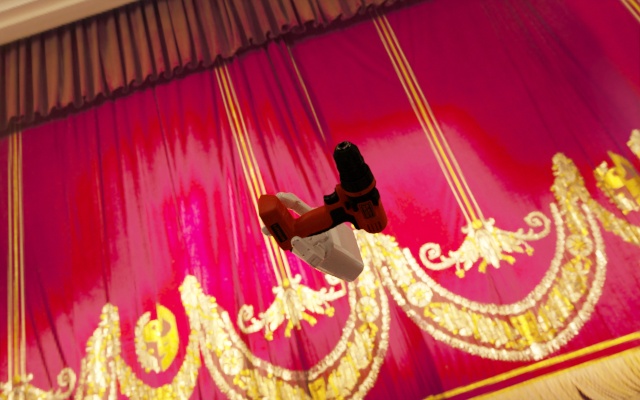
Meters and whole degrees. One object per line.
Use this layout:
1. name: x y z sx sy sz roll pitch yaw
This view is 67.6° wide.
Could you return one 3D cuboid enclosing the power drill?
1. power drill: 0.000 0.003 0.755 0.187 0.185 0.057 -16 40 13
